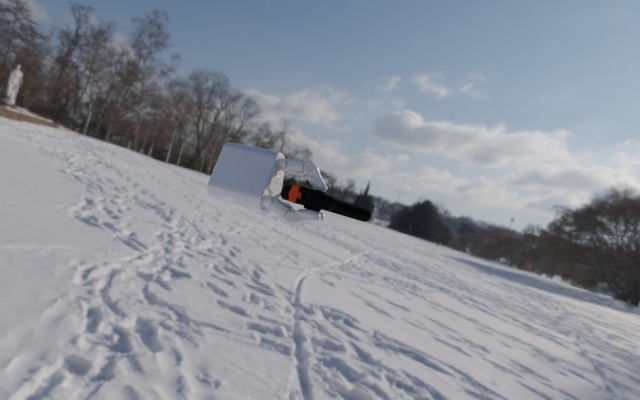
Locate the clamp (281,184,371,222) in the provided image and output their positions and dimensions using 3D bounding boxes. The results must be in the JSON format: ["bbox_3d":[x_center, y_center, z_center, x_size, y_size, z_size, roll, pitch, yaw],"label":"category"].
[{"bbox_3d":[0.000,0.002,0.829,0.164,0.036,0.210,14,-2,12],"label":"clamp"}]
